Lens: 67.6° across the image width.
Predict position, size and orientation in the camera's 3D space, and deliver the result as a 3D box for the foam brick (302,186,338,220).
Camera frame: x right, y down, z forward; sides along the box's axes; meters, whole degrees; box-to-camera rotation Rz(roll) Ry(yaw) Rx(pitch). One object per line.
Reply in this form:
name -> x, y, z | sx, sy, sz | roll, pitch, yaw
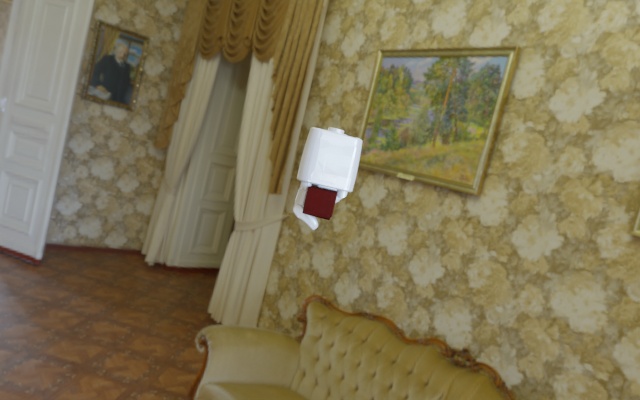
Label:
foam brick -> 0.000, 0.003, 0.892 | 0.053, 0.051, 0.078 | 14, 4, 3
